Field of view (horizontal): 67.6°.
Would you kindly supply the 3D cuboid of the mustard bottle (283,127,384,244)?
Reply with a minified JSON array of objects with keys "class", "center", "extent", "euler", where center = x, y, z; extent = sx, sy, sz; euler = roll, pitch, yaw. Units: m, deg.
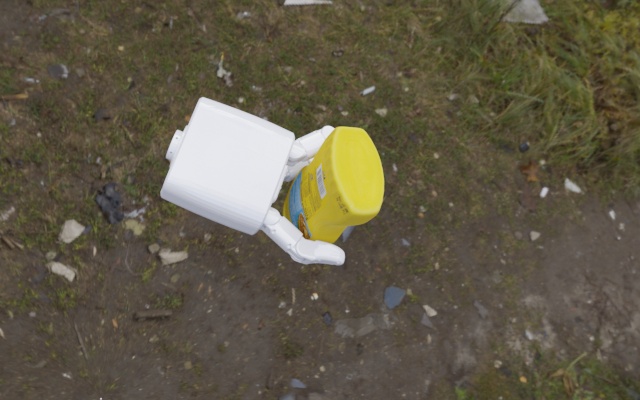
[{"class":"mustard bottle","center":[0.001,0.002,0.540],"extent":[0.058,0.096,0.192],"euler":[-2,-20,-25]}]
